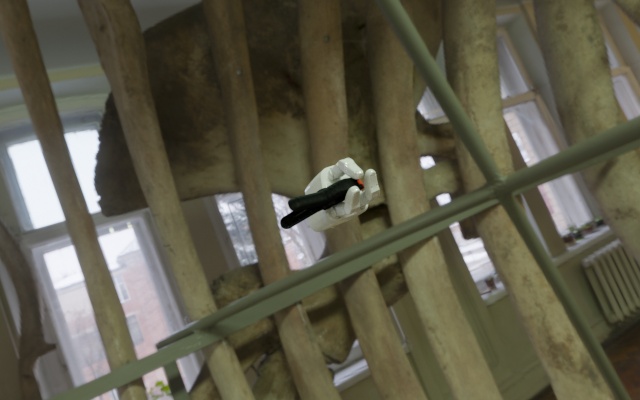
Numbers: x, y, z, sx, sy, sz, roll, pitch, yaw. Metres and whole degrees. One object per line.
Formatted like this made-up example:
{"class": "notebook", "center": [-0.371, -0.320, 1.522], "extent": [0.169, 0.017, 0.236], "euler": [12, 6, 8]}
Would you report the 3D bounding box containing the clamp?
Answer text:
{"class": "clamp", "center": [0.000, 0.002, 0.888], "extent": [0.171, 0.039, 0.120], "euler": [-19, -10, -28]}
